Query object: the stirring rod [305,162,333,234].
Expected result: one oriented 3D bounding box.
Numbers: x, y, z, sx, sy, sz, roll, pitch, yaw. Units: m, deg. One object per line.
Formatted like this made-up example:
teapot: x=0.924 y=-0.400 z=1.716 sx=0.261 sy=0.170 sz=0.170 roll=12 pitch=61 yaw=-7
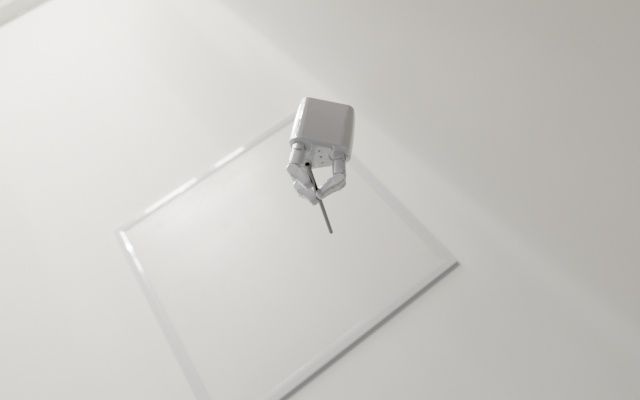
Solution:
stirring rod: x=0.000 y=0.003 z=0.878 sx=0.011 sy=0.011 sz=0.240 roll=0 pitch=-31 yaw=12
